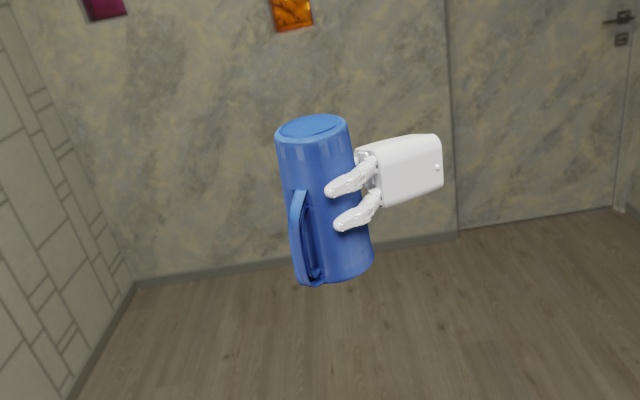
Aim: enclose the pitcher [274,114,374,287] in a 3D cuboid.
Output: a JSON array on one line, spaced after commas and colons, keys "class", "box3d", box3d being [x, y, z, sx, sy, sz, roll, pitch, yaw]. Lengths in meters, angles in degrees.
[{"class": "pitcher", "box3d": [0.000, 0.002, 0.731, 0.145, 0.243, 0.149, -17, 28, -12]}]
